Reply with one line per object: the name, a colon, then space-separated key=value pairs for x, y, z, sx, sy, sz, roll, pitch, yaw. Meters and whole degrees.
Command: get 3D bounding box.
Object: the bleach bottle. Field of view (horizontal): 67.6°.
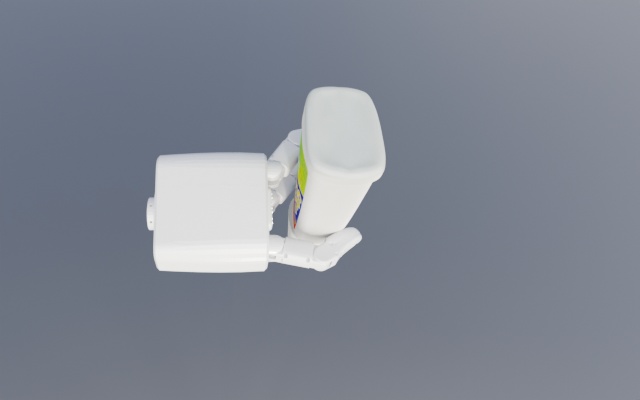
bleach bottle: x=0.000 y=0.002 z=0.505 sx=0.068 sy=0.102 sz=0.251 roll=2 pitch=-31 yaw=-10
